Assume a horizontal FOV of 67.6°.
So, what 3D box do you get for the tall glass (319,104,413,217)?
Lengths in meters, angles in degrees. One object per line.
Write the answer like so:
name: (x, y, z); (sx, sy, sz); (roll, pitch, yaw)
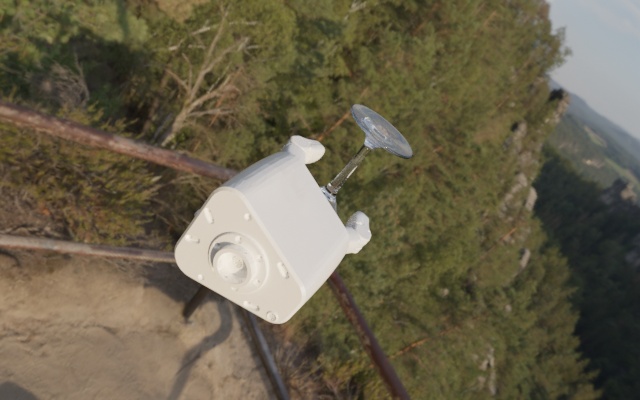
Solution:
tall glass: (0.001, 0.001, 0.493); (0.079, 0.079, 0.201); (0, -43, -52)
